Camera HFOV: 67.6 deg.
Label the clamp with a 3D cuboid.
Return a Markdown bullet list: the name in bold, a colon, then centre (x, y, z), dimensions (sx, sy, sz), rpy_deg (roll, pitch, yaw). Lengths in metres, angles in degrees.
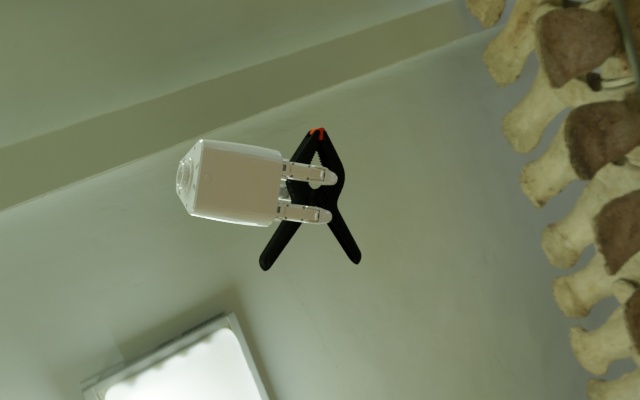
- **clamp**: centre (0.000, 0.002, 0.696), dimensions (0.164, 0.210, 0.036), rpy_deg (8, -1, -31)
